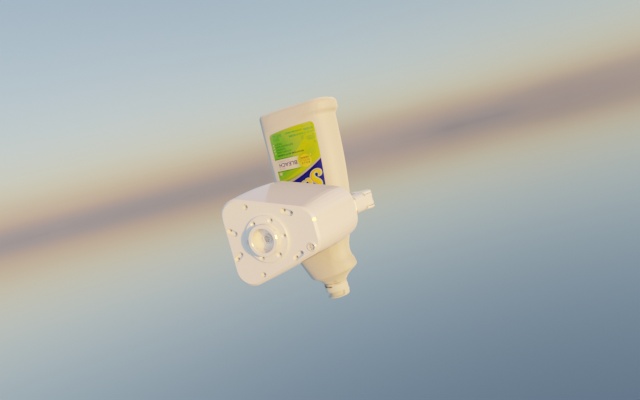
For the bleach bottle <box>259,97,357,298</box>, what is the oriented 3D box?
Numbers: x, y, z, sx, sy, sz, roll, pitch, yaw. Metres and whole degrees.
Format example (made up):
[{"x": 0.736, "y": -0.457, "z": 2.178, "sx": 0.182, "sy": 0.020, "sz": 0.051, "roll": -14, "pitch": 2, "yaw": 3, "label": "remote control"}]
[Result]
[{"x": 0.000, "y": 0.002, "z": 0.618, "sx": 0.102, "sy": 0.251, "sz": 0.068, "roll": -12, "pitch": 6, "yaw": 26, "label": "bleach bottle"}]
